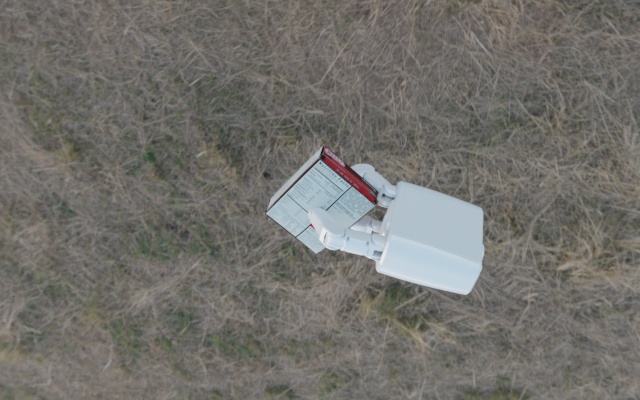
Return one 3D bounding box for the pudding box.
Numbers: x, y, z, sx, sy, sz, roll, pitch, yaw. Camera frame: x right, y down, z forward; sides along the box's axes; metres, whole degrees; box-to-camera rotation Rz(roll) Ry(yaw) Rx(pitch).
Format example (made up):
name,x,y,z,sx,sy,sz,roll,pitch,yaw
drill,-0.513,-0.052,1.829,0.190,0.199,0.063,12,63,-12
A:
name,x,y,z,sx,sy,sz,roll,pitch,yaw
pudding box,0.000,0.002,0.577,0.113,0.090,0.039,-43,15,28
